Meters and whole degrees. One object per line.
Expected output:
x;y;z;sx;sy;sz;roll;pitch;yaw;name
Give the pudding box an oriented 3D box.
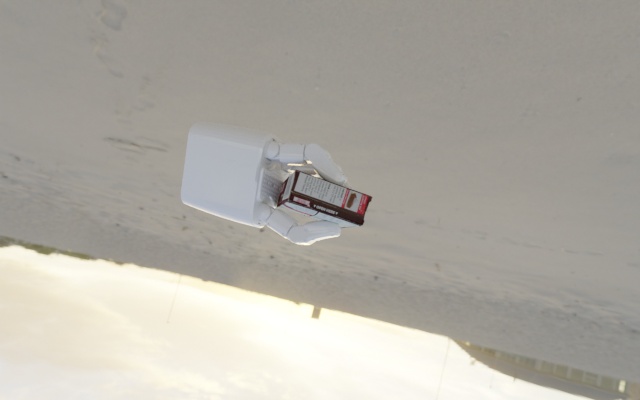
0.000;0.002;0.558;0.090;0.039;0.113;18;-6;-9;pudding box
